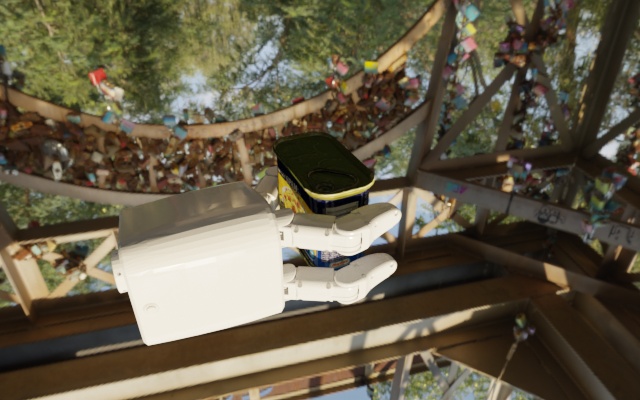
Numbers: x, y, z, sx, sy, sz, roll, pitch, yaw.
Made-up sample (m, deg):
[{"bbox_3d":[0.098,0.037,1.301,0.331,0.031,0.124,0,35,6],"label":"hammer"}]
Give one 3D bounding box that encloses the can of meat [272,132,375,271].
[{"bbox_3d":[0.000,0.002,0.409,0.057,0.084,0.102,-15,37,-21],"label":"can of meat"}]
